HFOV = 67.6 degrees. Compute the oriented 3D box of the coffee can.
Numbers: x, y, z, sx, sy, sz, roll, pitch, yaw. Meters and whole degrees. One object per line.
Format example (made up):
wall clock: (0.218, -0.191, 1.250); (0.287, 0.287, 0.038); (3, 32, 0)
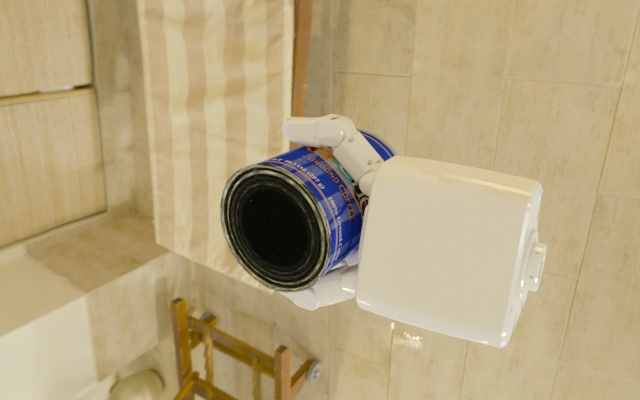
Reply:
coffee can: (0.000, 0.001, 0.409); (0.103, 0.103, 0.140); (0, 18, 34)
